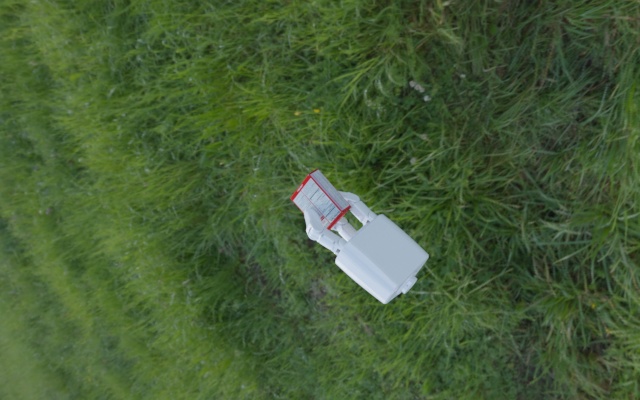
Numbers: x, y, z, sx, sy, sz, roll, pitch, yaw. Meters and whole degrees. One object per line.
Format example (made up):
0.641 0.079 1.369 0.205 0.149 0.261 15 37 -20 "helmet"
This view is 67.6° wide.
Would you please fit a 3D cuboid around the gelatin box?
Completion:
0.000 0.003 0.811 0.030 0.089 0.073 -35 -11 -44 "gelatin box"
